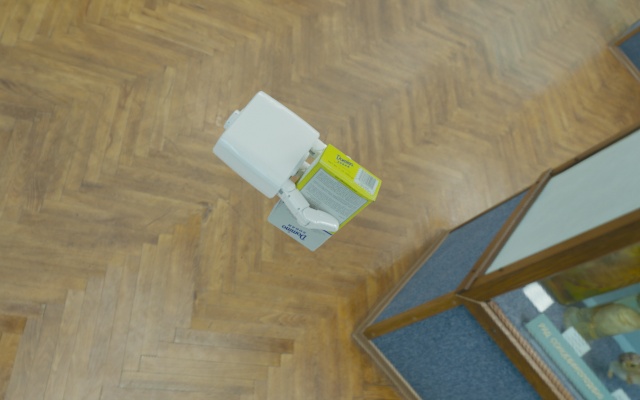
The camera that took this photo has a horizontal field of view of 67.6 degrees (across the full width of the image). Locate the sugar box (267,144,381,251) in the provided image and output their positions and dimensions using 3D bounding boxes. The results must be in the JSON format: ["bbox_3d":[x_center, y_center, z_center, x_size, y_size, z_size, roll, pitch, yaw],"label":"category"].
[{"bbox_3d":[0.000,0.002,0.697,0.093,0.048,0.176,35,-38,-10],"label":"sugar box"}]
